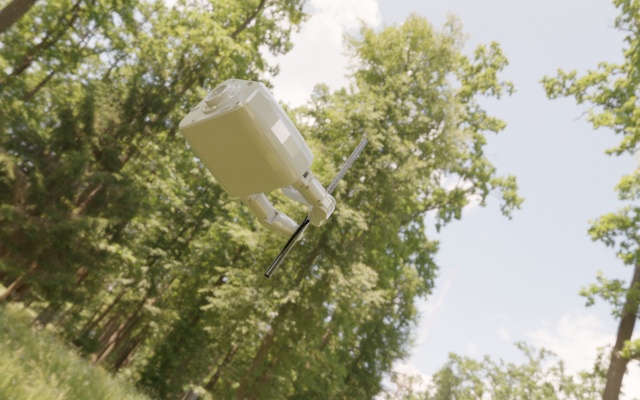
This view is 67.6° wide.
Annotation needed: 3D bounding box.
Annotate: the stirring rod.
[{"bbox_3d":[0.000,0.002,0.612,0.011,0.239,0.011,27,-29,17],"label":"stirring rod"}]
